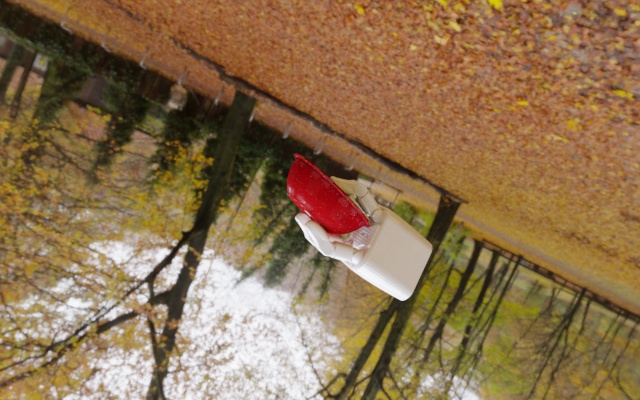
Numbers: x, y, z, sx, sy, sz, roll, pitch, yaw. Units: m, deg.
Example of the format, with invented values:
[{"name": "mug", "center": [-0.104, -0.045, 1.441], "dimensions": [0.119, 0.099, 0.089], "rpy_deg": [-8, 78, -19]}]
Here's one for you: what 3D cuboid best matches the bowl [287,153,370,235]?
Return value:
[{"name": "bowl", "center": [-0.001, 0.002, 0.734], "dimensions": [0.162, 0.055, 0.162], "rpy_deg": [44, -5, 5]}]
